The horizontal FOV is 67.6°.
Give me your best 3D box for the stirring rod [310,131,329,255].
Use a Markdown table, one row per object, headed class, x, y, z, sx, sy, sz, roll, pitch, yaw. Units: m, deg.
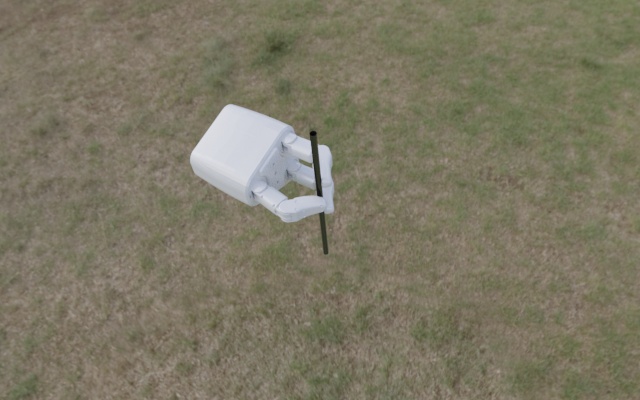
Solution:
| class | x | y | z | sx | sy | sz | roll | pitch | yaw |
| --- | --- | --- | --- | --- | --- | --- | --- | --- | --- |
| stirring rod | 0.000 | 0.002 | 0.611 | 0.011 | 0.011 | 0.240 | 0 | -38 | 5 |
